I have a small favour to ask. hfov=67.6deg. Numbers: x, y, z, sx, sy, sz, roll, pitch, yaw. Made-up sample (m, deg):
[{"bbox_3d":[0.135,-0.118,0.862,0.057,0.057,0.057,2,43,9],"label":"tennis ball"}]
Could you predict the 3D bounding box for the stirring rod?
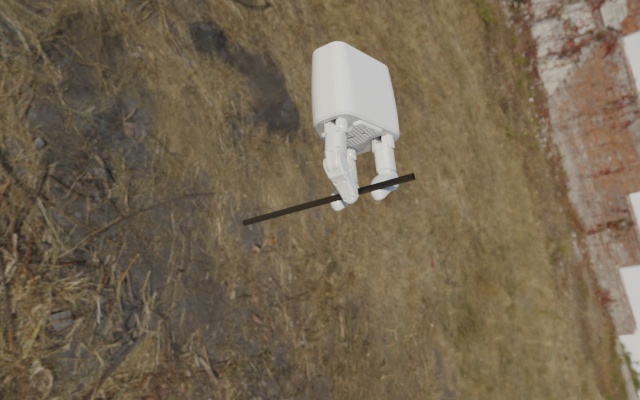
[{"bbox_3d":[0.000,0.002,0.578,0.239,0.011,0.011,-15,-8,29],"label":"stirring rod"}]
